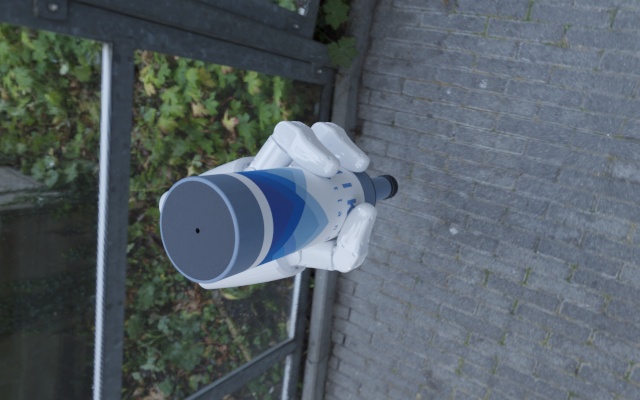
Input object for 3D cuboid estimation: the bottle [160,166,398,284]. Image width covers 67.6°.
[{"bbox_3d":[0.000,0.001,0.415,0.069,0.069,0.295,0,7,31],"label":"bottle"}]
